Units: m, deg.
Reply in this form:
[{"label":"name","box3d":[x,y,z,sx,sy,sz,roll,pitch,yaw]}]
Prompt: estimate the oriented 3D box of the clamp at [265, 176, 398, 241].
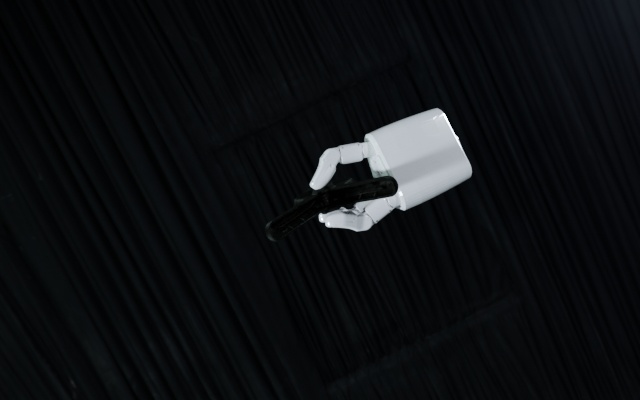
[{"label":"clamp","box3d":[0.000,0.001,0.642,0.164,0.036,0.210,-21,8,-7]}]
